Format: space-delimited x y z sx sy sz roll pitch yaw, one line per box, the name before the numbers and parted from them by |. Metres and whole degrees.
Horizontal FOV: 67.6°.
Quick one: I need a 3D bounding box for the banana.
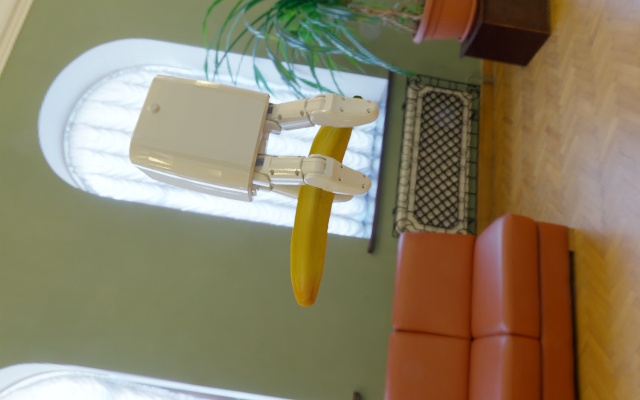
banana | -0.002 -0.001 0.458 0.037 0.198 0.069 13 -4 -8
